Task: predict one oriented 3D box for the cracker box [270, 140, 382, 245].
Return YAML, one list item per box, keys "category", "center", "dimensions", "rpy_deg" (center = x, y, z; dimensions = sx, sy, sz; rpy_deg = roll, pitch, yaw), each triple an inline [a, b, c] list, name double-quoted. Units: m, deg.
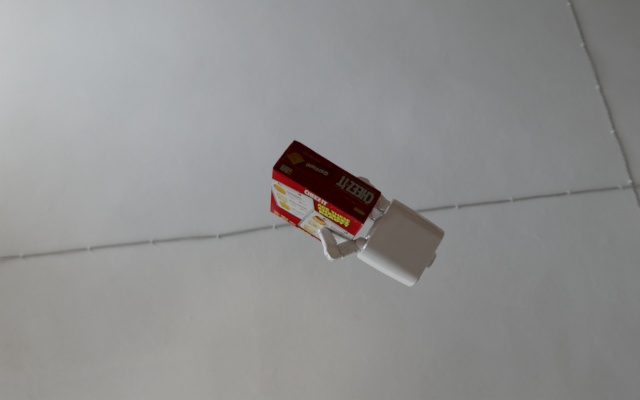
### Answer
- category: "cracker box"
  center: [0.000, 0.003, 0.824]
  dimensions: [0.164, 0.072, 0.214]
  rpy_deg: [31, -20, 4]
